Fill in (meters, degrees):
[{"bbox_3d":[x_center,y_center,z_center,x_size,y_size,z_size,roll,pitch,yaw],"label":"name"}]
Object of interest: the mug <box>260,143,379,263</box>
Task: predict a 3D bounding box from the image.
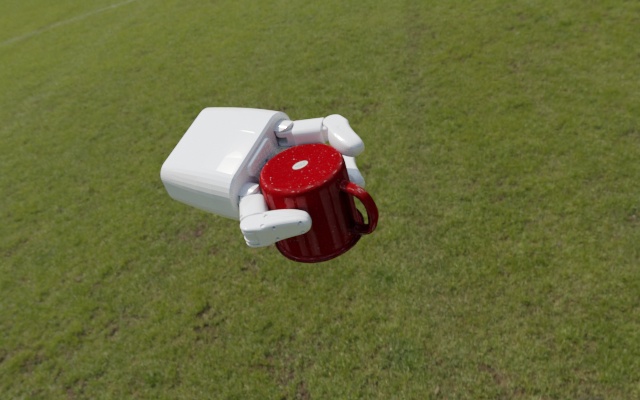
[{"bbox_3d":[0.001,0.002,0.452,0.117,0.082,0.093,14,45,33],"label":"mug"}]
